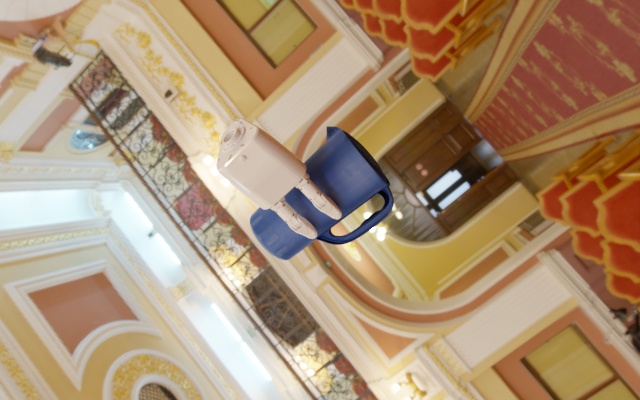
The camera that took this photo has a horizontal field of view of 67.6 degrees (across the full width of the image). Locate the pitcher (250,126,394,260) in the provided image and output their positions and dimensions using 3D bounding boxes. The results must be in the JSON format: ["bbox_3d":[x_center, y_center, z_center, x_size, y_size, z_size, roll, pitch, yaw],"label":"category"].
[{"bbox_3d":[0.000,0.003,0.846,0.145,0.243,0.149,40,15,-36],"label":"pitcher"}]
